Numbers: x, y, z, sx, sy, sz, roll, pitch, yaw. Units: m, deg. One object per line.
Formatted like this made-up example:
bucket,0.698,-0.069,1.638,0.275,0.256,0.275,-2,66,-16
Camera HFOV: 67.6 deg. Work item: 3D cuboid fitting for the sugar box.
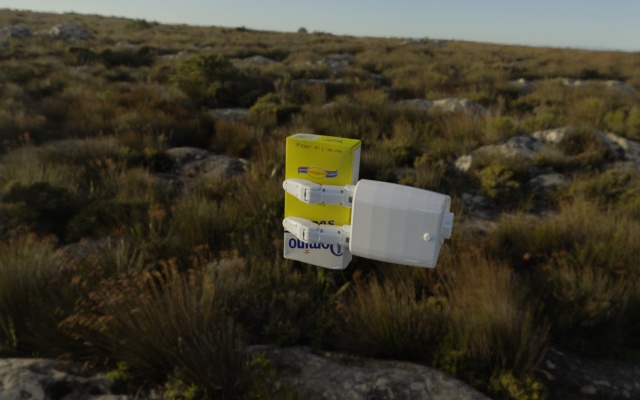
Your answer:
sugar box,0.000,0.002,0.646,0.093,0.176,0.048,10,20,19
